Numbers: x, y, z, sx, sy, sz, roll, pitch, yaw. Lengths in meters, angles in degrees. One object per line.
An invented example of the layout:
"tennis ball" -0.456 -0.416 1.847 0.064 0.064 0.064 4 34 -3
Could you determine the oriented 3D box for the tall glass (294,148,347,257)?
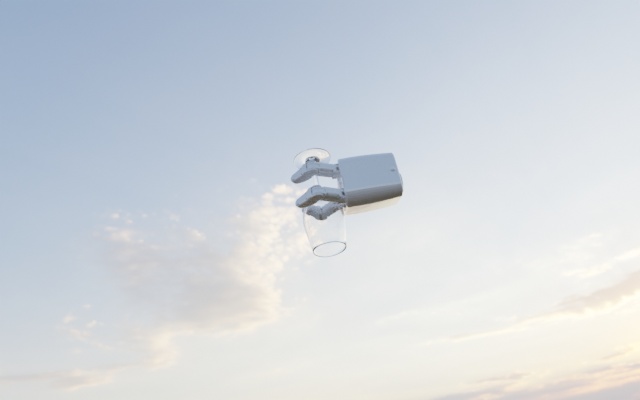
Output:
"tall glass" 0.000 0.002 0.897 0.079 0.201 0.079 -8 -30 -5
